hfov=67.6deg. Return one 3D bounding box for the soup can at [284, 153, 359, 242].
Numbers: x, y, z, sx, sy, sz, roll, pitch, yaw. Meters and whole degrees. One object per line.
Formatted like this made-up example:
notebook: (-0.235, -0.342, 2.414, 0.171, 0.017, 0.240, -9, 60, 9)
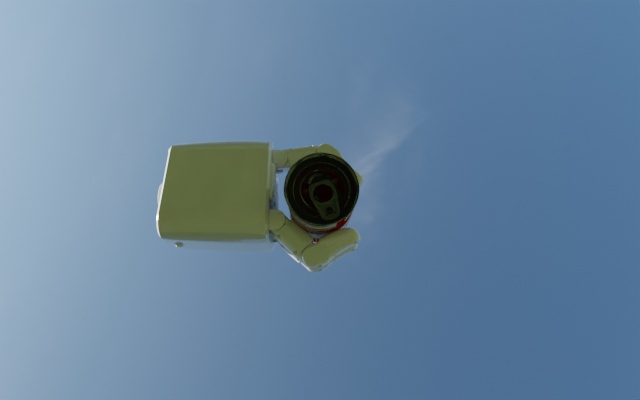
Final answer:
soup can: (0.001, 0.001, 0.475, 0.068, 0.068, 0.102, 0, -14, -1)
